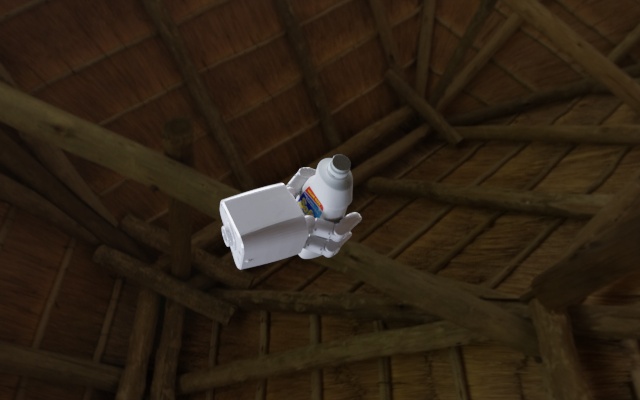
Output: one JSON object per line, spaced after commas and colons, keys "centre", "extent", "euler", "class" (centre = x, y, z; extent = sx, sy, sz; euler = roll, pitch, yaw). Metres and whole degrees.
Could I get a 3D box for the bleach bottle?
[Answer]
{"centre": [0.000, 0.003, 0.786], "extent": [0.068, 0.102, 0.251], "euler": [-14, -26, -21], "class": "bleach bottle"}
